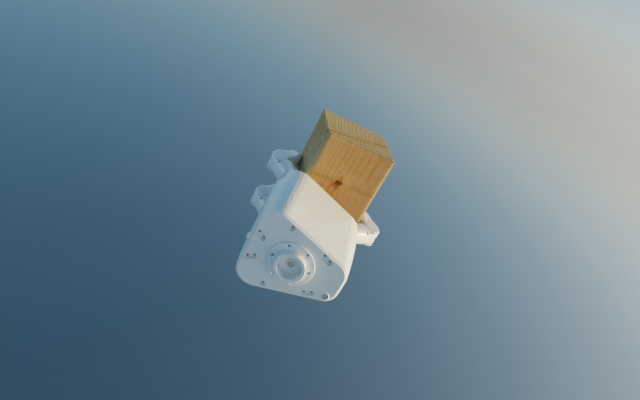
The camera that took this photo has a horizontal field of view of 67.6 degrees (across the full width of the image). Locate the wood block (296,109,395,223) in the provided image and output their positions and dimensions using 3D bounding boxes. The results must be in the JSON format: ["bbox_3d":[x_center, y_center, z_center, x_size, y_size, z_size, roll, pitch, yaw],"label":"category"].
[{"bbox_3d":[0.000,0.002,0.621,0.091,0.206,0.090,23,25,-15],"label":"wood block"}]
